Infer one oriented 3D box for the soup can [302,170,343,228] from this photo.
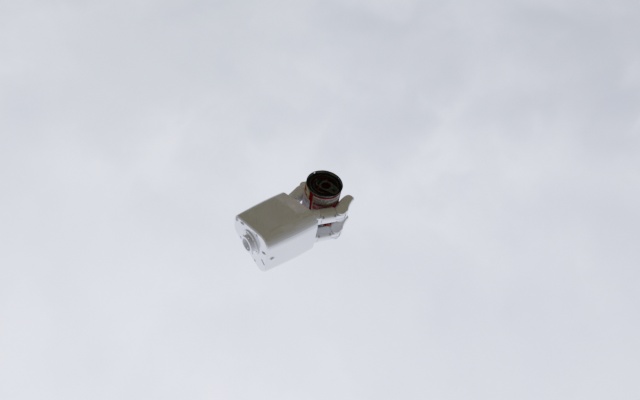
[{"bbox_3d":[0.000,0.003,0.893,0.068,0.068,0.102,0,-42,-11],"label":"soup can"}]
